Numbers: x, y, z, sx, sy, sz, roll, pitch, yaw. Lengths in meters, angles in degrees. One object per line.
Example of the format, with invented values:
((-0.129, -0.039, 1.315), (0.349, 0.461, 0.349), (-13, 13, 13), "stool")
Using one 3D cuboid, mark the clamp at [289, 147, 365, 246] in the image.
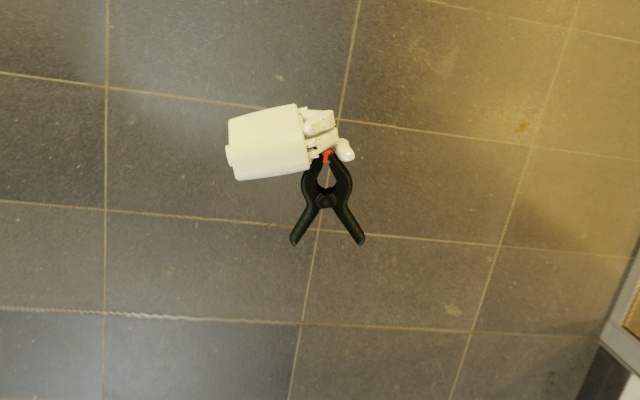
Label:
((0.000, 0.003, 0.738), (0.120, 0.171, 0.039), (-10, 23, 0), "clamp")
